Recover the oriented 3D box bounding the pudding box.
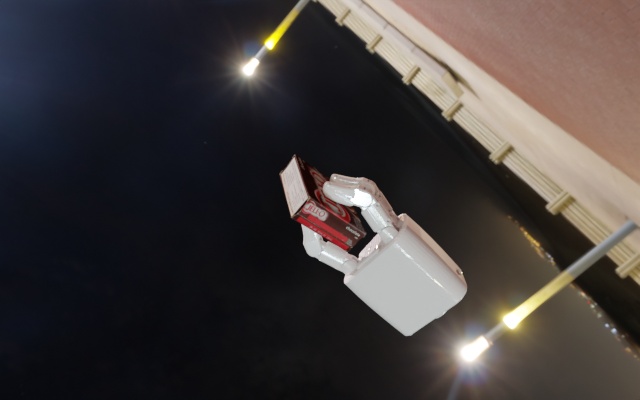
[{"bbox_3d":[0.000,0.002,0.586,0.090,0.039,0.113,34,16,-28],"label":"pudding box"}]
